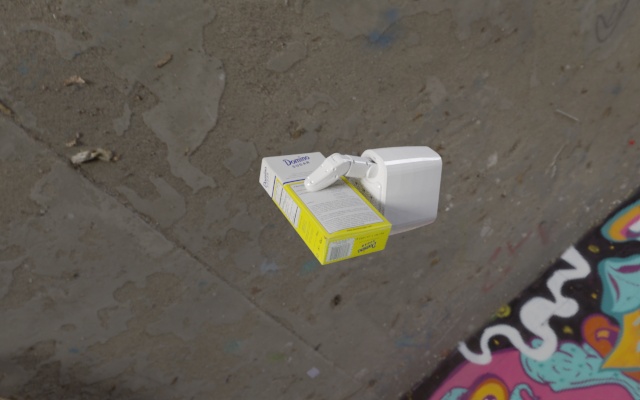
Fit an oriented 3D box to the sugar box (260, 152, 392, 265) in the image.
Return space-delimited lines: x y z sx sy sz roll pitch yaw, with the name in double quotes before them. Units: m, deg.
"sugar box" 0.000 0.002 0.608 0.093 0.048 0.176 -9 37 -30
